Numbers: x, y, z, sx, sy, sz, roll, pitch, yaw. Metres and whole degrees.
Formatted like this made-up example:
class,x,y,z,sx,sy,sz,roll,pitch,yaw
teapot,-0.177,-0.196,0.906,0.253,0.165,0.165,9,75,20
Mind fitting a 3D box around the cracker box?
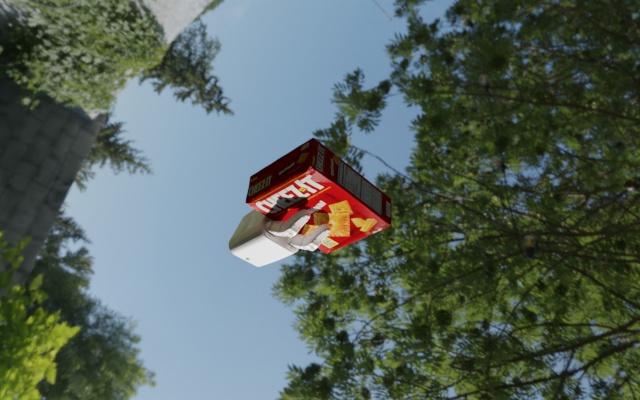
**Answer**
class,x,y,z,sx,sy,sz,roll,pitch,yaw
cracker box,0.000,0.003,0.859,0.164,0.072,0.214,-27,-47,35
